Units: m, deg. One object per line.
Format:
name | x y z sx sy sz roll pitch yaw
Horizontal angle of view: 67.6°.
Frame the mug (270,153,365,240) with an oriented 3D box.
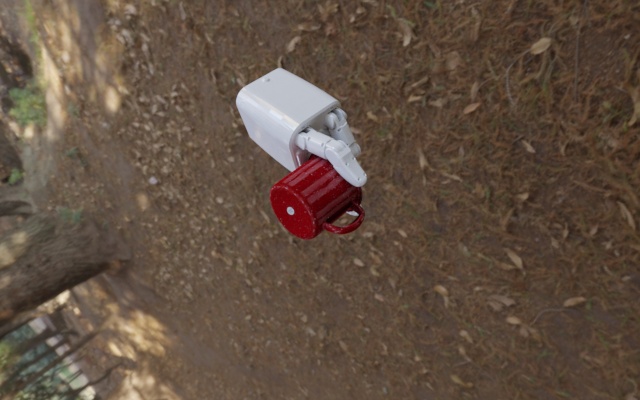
mug | 0.001 0.003 0.592 0.117 0.093 0.081 37 55 23
